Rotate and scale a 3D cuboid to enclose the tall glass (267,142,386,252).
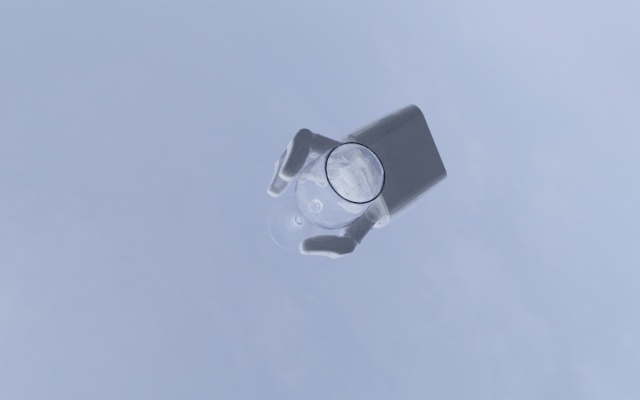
[{"bbox_3d":[0.000,0.002,0.532,0.079,0.079,0.201,0,-16,-20],"label":"tall glass"}]
